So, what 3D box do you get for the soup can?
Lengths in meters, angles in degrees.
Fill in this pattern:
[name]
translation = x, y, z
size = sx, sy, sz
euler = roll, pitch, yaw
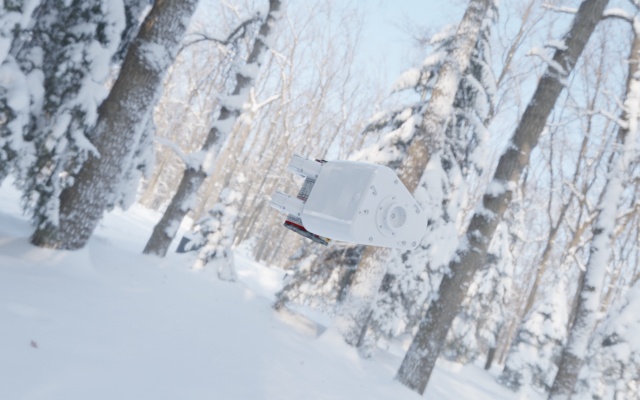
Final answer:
[soup can]
translation = 0.000, 0.002, 0.657
size = 0.068, 0.102, 0.068
euler = 24, -8, 4
